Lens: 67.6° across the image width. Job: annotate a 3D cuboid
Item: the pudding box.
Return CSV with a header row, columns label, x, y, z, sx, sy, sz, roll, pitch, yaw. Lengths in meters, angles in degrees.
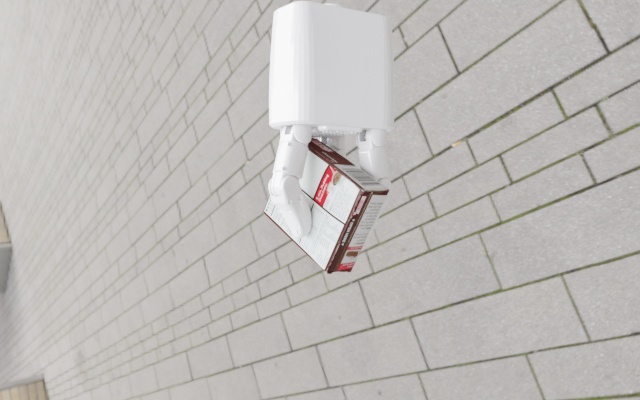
label,x,y,z,sx,sy,sz,roll,pitch,yaw
pudding box,0.000,0.001,0.456,0.039,0.090,0.113,2,28,-42
